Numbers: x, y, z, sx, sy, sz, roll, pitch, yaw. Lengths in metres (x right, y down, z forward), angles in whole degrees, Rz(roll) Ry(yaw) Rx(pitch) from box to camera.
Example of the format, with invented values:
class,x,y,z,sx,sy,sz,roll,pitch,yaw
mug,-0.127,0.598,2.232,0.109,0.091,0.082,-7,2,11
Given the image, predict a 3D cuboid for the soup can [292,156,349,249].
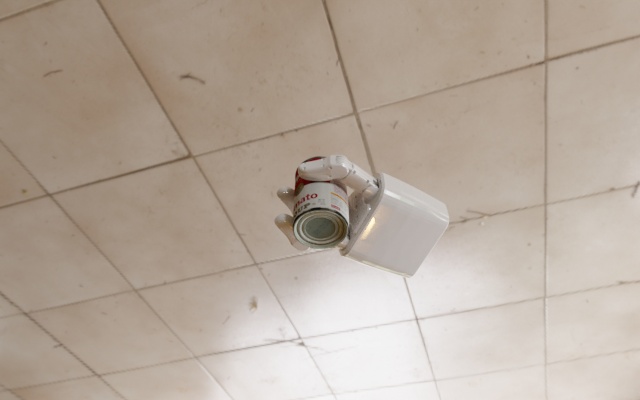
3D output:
class,x,y,z,sx,sy,sz,roll,pitch,yaw
soup can,0.000,0.002,0.594,0.068,0.069,0.102,0,41,0
